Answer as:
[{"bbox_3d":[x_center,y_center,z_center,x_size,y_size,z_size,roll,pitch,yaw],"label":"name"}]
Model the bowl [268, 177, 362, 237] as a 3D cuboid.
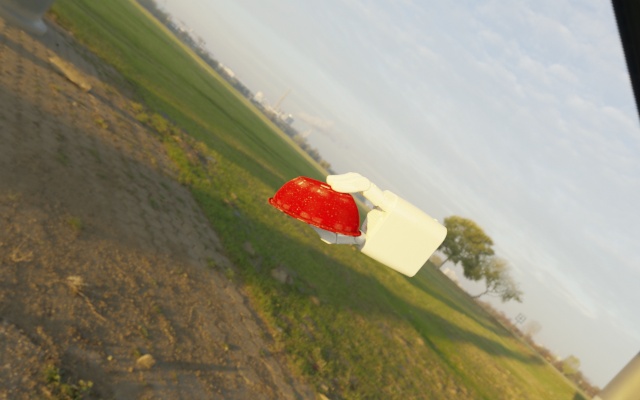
[{"bbox_3d":[-0.001,0.002,0.767,0.162,0.055,0.162,20,7,-3],"label":"bowl"}]
